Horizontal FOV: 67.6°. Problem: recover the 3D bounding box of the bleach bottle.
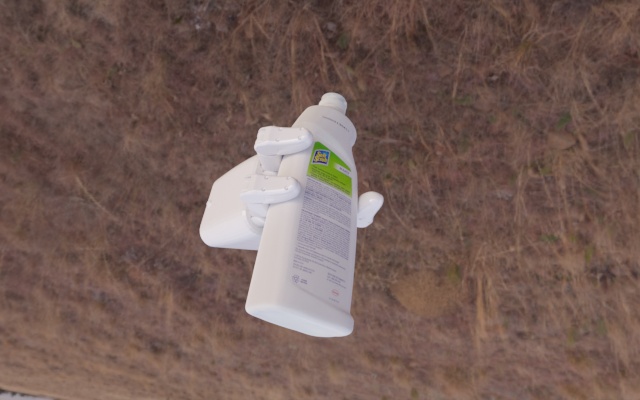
[{"bbox_3d":[0.000,0.002,0.488,0.102,0.250,0.068,28,-31,-31],"label":"bleach bottle"}]
